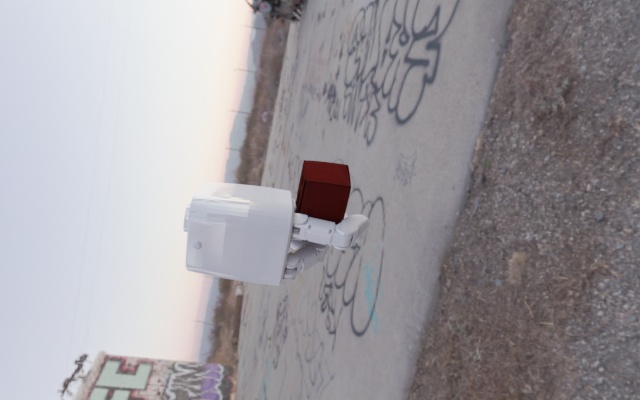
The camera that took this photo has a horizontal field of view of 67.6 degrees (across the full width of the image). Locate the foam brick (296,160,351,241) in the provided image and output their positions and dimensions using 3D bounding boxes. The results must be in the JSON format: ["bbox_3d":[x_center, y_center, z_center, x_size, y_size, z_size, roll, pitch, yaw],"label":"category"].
[{"bbox_3d":[0.000,0.001,0.531,0.051,0.078,0.053,9,29,-7],"label":"foam brick"}]
